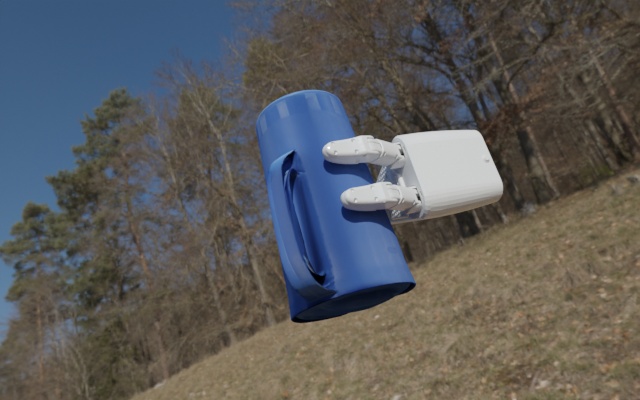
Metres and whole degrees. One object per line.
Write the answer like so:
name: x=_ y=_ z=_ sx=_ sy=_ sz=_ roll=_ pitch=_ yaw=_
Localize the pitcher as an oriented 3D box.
pitcher: x=0.000 y=0.002 z=0.521 sx=0.145 sy=0.242 sz=0.149 roll=-9 pitch=-22 yaw=-18
